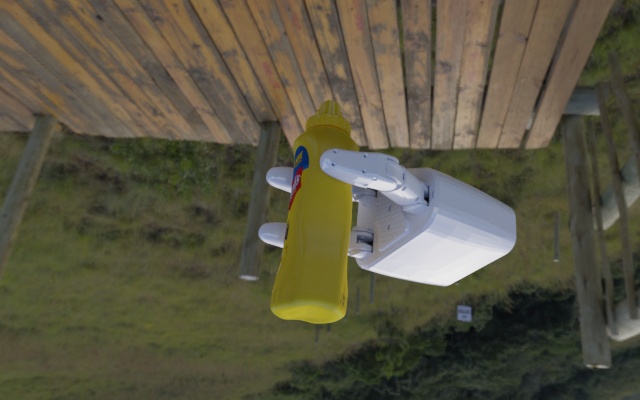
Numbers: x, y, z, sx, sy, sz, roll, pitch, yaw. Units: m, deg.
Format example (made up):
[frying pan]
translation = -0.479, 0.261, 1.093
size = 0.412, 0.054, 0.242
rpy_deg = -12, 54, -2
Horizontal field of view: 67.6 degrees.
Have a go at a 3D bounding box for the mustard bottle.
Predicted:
[mustard bottle]
translation = 0.000, 0.001, 0.402
size = 0.058, 0.191, 0.096
rpy_deg = 9, -21, -5
